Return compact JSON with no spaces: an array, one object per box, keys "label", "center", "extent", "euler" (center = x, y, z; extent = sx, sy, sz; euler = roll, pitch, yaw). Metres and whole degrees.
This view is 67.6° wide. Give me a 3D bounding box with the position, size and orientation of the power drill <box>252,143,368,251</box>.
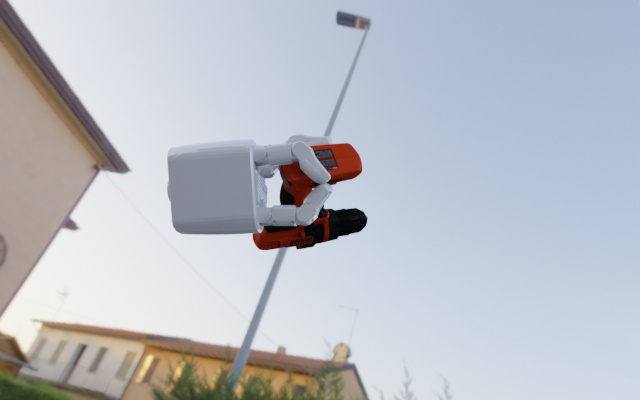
[{"label":"power drill","center":[0.000,0.002,0.680],"extent":[0.184,0.057,0.188],"euler":[-10,-35,-20]}]
